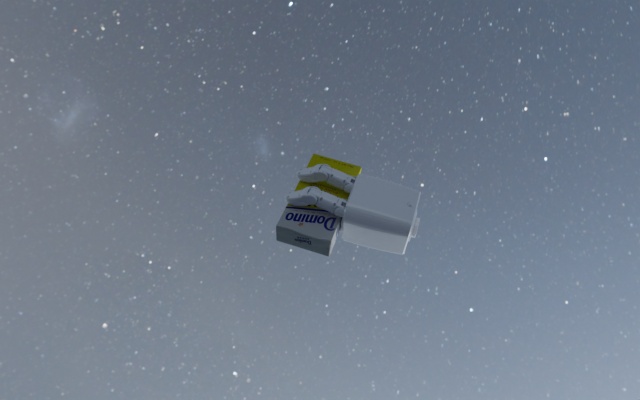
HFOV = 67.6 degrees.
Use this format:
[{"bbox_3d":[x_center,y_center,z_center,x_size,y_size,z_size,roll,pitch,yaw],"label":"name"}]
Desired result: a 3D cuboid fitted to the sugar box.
[{"bbox_3d":[0.000,0.002,0.799,0.093,0.176,0.048,16,-42,10],"label":"sugar box"}]
